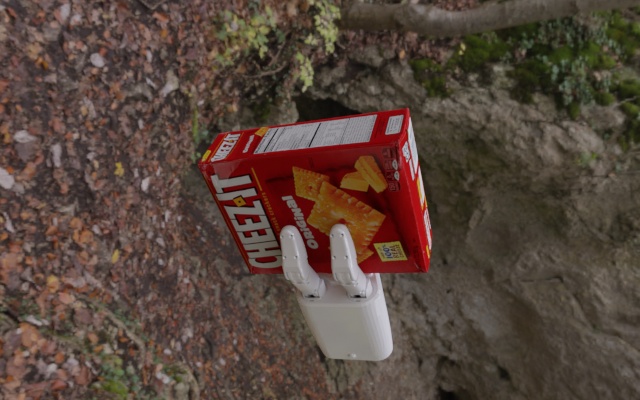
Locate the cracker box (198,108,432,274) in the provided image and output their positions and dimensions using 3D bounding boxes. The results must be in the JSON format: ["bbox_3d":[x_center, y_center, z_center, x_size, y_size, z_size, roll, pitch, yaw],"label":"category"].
[{"bbox_3d":[0.000,0.002,0.512,0.214,0.164,0.072,-4,36,20],"label":"cracker box"}]
